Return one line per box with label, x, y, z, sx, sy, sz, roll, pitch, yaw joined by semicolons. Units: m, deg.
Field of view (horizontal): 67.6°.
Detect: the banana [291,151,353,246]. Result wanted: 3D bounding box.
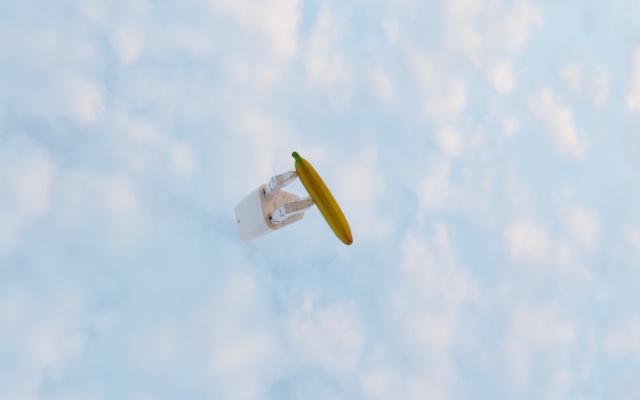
banana;0.002;-0.003;0.890;0.037;0.198;0.069;-33;2;14
